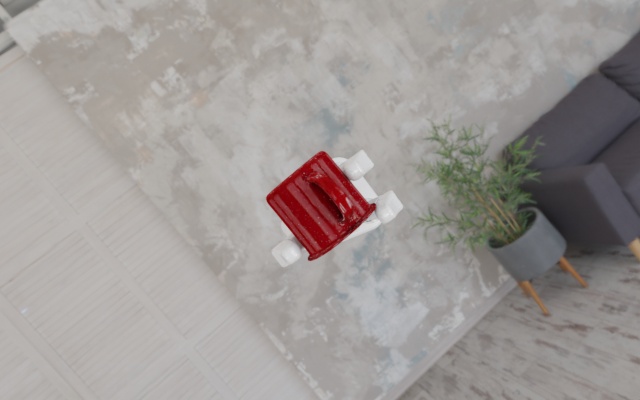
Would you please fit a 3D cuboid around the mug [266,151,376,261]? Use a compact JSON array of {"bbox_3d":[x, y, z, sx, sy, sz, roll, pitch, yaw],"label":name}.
[{"bbox_3d":[0.000,0.001,0.487,0.093,0.081,0.117,-40,4,-13],"label":"mug"}]
